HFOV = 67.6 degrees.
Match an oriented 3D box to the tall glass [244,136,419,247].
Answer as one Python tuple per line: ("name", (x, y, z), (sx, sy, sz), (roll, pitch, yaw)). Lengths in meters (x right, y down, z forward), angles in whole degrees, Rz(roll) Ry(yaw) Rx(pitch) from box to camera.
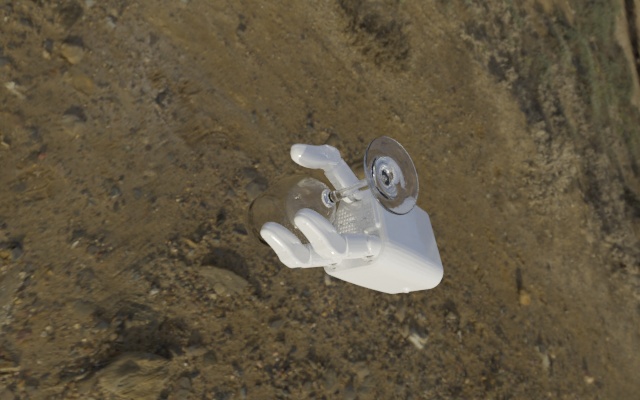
("tall glass", (0.000, 0.001, 0.501), (0.079, 0.079, 0.201), (0, -14, -43))
